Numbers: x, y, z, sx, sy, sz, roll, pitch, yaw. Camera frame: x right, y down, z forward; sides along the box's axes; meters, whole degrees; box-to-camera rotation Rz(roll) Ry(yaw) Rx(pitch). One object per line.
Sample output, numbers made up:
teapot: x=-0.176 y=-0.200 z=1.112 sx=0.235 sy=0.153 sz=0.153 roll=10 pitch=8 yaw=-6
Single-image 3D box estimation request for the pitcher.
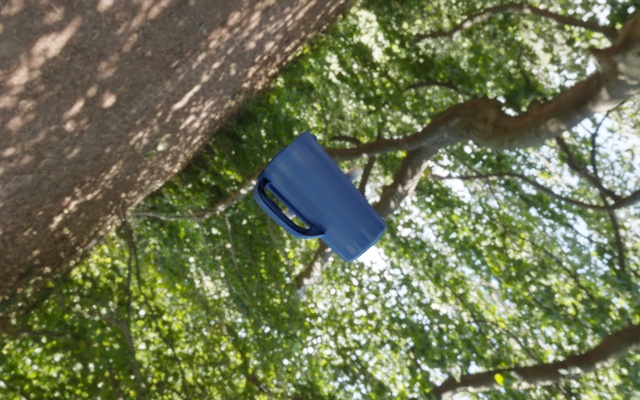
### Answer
pitcher: x=0.000 y=0.003 z=0.893 sx=0.149 sy=0.243 sz=0.145 roll=-43 pitch=3 yaw=10
